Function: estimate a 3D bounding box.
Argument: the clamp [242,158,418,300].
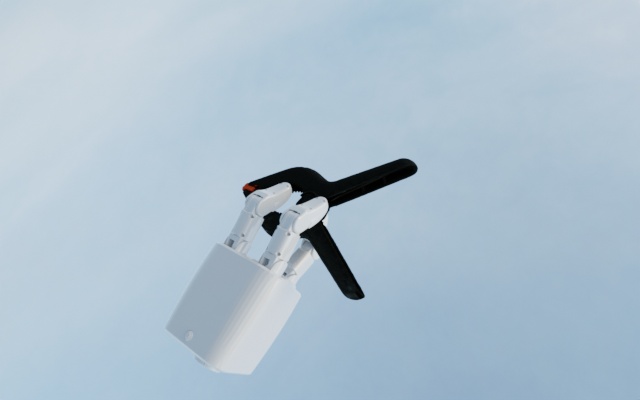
[{"bbox_3d":[0.000,0.002,0.551,0.210,0.164,0.036,22,-17,35],"label":"clamp"}]
